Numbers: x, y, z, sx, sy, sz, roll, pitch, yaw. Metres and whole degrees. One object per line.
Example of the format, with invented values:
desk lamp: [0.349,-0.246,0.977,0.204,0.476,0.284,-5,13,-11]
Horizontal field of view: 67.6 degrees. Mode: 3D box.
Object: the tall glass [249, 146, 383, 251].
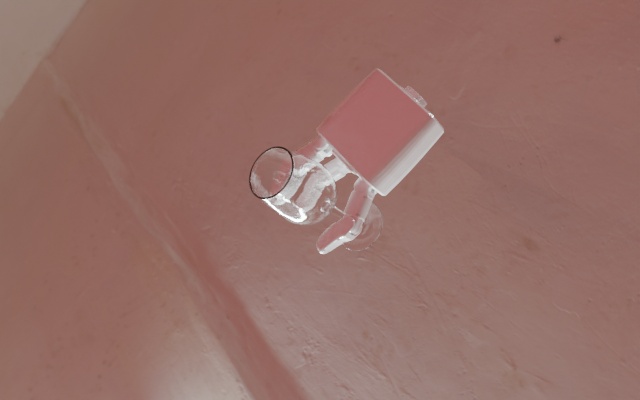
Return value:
tall glass: [0.000,0.002,0.592,0.079,0.079,0.201,0,-19,35]
